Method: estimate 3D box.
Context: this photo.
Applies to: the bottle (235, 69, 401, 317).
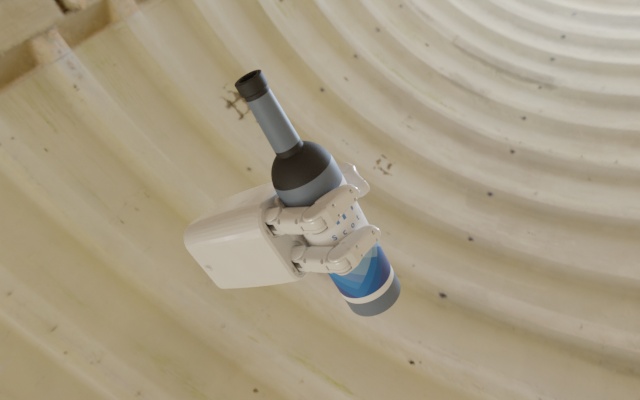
[{"bbox_3d":[0.000,0.002,0.493,0.069,0.296,0.069,-22,31,14],"label":"bottle"}]
